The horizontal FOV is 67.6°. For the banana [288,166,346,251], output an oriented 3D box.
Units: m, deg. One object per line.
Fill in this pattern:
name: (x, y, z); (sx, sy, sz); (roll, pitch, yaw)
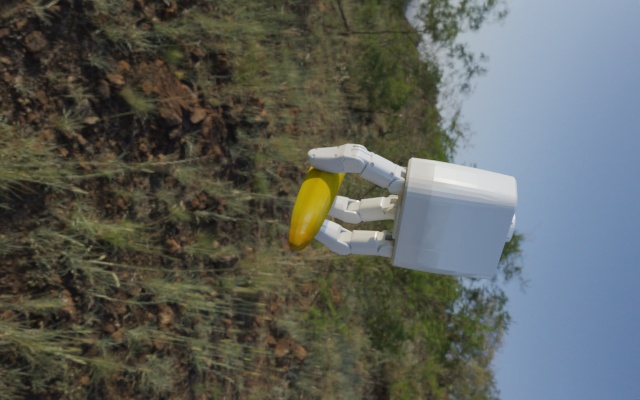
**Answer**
banana: (0.004, -0.016, 0.520); (0.037, 0.070, 0.197); (14, 24, 6)
